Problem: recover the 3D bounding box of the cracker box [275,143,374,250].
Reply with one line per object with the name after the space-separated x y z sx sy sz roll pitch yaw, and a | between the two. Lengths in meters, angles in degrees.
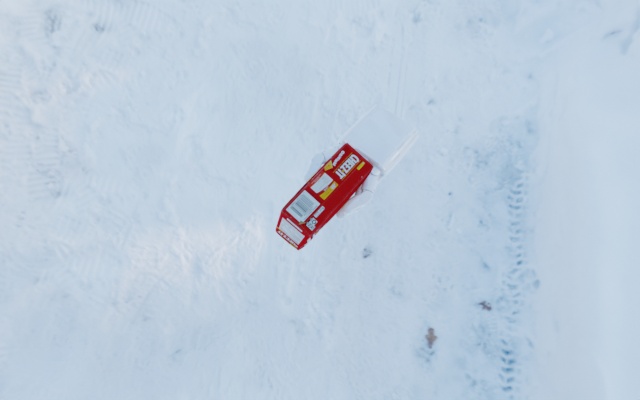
0.000 0.003 0.871 0.072 0.164 0.214 42 -14 3 | cracker box
